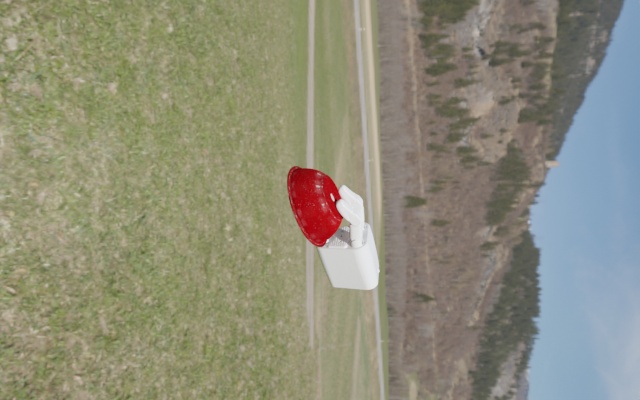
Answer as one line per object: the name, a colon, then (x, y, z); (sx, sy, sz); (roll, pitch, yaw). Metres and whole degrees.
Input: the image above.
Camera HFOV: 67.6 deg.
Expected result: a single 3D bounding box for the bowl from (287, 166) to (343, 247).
bowl: (0.000, 0.002, 0.893); (0.055, 0.162, 0.162); (-20, -7, 20)
